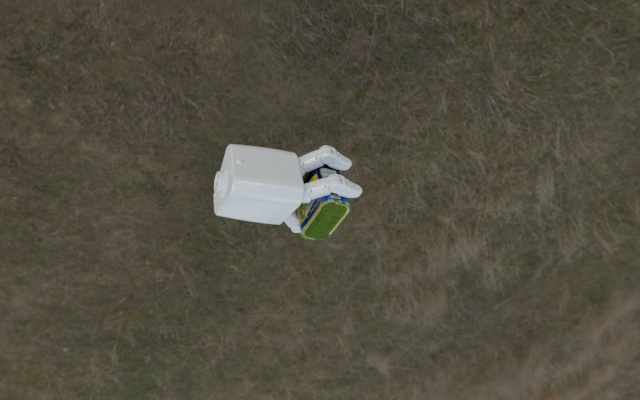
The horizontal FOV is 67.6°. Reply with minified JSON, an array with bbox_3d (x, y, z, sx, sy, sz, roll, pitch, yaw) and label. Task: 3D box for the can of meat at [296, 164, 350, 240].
[{"bbox_3d":[0.000,0.003,0.763,0.057,0.084,0.102,10,-44,-27],"label":"can of meat"}]
